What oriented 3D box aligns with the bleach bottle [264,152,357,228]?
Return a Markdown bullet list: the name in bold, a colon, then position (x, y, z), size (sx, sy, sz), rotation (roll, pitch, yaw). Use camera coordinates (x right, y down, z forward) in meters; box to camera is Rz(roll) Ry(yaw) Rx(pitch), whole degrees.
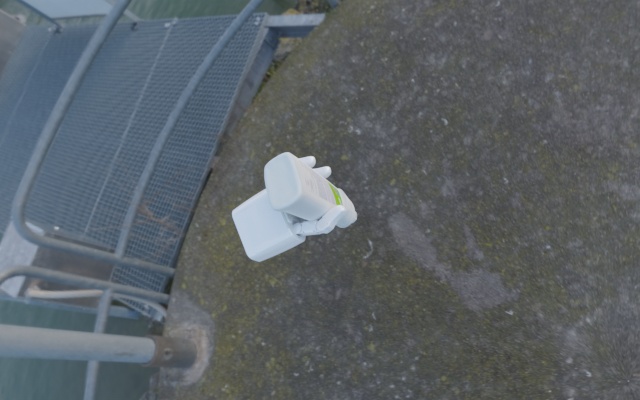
- **bleach bottle**: position (0.000, 0.003, 0.877), size (0.068, 0.102, 0.251), rotation (-28, -31, 22)
